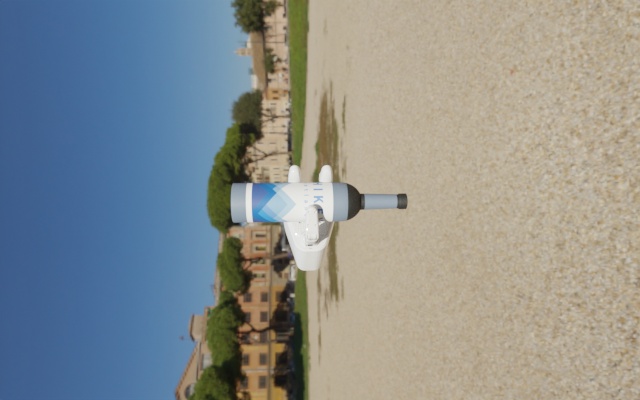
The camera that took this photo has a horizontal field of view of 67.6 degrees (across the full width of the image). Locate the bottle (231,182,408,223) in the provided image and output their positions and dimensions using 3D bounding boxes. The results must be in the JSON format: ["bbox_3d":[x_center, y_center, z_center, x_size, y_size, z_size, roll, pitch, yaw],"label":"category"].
[{"bbox_3d":[0.000,0.003,0.812,0.296,0.069,0.069,-1,0,-3],"label":"bottle"}]
